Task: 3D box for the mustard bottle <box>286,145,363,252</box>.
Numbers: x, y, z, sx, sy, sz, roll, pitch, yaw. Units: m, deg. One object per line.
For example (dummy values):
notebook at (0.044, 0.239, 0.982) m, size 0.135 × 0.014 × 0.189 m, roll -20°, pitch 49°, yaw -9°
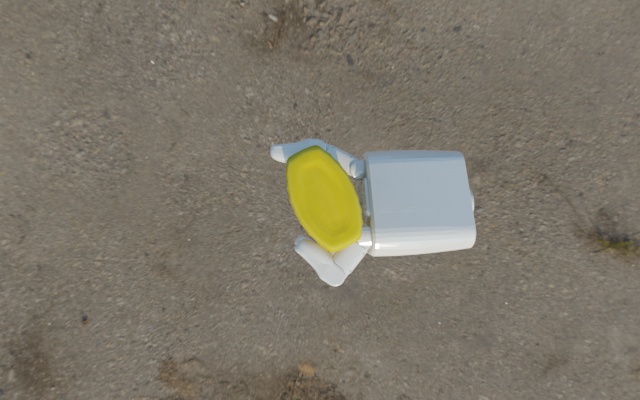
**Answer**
mustard bottle at (0.000, 0.002, 0.511) m, size 0.058 × 0.096 × 0.191 m, roll -27°, pitch -1°, yaw -3°
